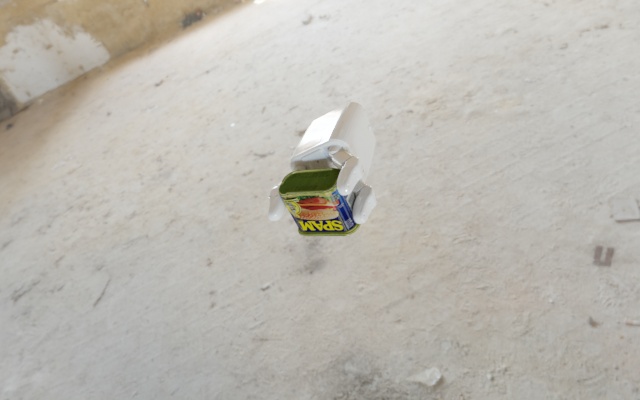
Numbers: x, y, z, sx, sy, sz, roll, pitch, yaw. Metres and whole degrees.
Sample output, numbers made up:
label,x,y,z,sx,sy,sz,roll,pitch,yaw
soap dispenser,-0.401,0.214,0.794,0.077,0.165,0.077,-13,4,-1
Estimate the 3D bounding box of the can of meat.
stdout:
label,x,y,z,sx,sy,sz,roll,pitch,yaw
can of meat,0.000,0.002,0.679,0.102,0.084,0.057,-3,43,30
